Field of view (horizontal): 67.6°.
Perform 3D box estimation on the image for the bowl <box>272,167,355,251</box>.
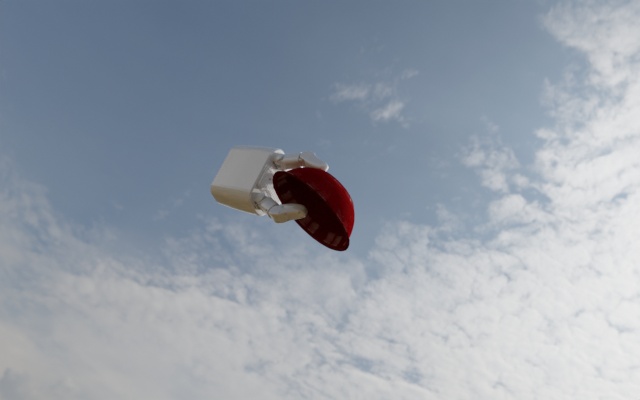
[{"bbox_3d":[0.001,0.003,0.745,0.055,0.162,0.162,-43,19,-22],"label":"bowl"}]
